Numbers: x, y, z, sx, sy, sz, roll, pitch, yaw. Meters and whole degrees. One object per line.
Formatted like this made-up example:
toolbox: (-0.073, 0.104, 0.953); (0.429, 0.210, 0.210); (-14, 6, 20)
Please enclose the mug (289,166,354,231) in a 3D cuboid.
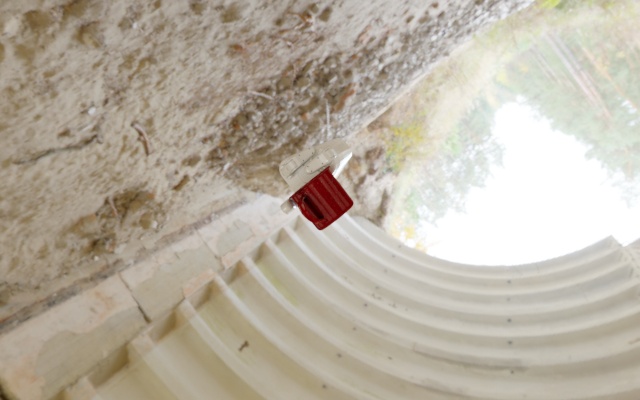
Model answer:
mug: (0.000, 0.003, 0.832); (0.093, 0.081, 0.117); (-37, 2, 30)
